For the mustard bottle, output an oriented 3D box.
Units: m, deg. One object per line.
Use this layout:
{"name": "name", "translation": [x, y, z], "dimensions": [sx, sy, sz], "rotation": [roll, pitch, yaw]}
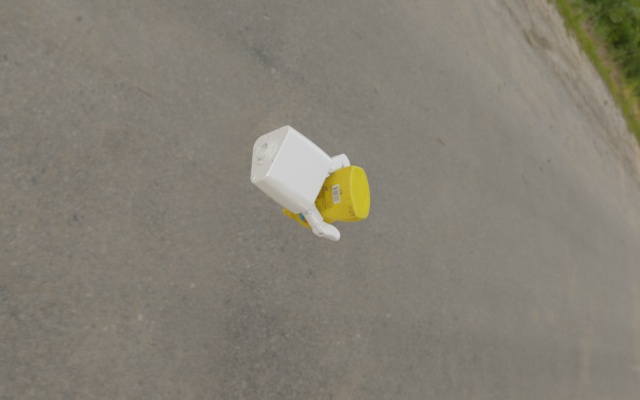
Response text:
{"name": "mustard bottle", "translation": [0.001, 0.003, 0.888], "dimensions": [0.191, 0.096, 0.058], "rotation": [-15, -15, 40]}
